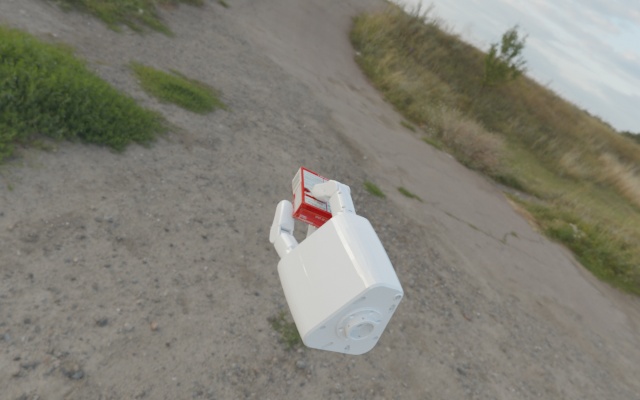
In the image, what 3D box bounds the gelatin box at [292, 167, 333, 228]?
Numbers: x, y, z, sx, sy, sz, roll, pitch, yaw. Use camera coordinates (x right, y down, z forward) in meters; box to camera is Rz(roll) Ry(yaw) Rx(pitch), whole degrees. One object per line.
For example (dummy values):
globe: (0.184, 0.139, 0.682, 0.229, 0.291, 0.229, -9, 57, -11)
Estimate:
gelatin box: (0.000, 0.002, 0.633, 0.073, 0.030, 0.089, 24, 30, -19)
